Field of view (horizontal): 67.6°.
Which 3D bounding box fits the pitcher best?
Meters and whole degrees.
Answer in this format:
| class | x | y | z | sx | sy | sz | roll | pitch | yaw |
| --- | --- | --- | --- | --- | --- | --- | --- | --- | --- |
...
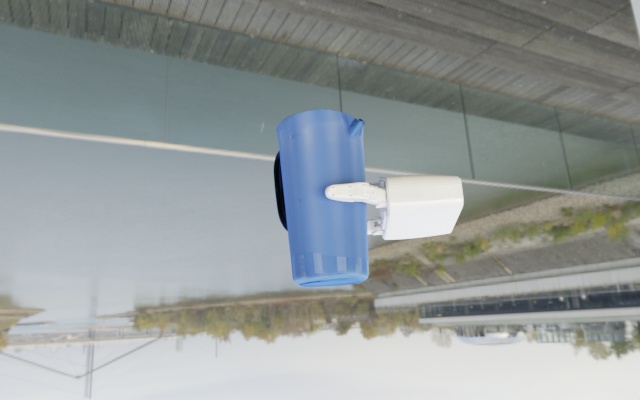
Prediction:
| class | x | y | z | sx | sy | sz | roll | pitch | yaw |
| --- | --- | --- | --- | --- | --- | --- | --- | --- | --- |
| pitcher | 0.000 | 0.002 | 0.707 | 0.145 | 0.242 | 0.149 | -3 | -14 | -1 |
